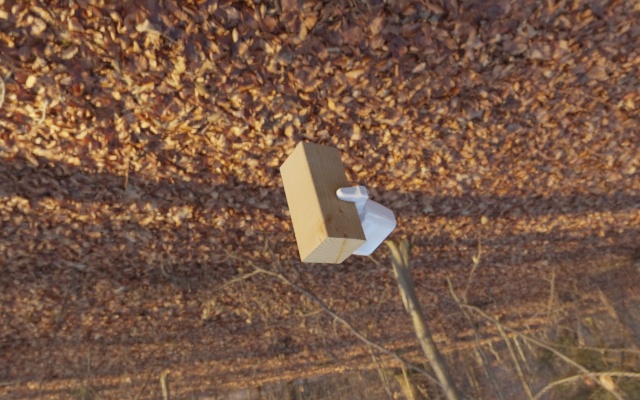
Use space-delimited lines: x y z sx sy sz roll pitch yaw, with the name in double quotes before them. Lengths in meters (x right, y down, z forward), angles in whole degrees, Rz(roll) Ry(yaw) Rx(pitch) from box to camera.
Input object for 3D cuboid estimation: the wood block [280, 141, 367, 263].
"wood block" 0.001 0.003 0.887 0.090 0.206 0.091 8 -37 -35
